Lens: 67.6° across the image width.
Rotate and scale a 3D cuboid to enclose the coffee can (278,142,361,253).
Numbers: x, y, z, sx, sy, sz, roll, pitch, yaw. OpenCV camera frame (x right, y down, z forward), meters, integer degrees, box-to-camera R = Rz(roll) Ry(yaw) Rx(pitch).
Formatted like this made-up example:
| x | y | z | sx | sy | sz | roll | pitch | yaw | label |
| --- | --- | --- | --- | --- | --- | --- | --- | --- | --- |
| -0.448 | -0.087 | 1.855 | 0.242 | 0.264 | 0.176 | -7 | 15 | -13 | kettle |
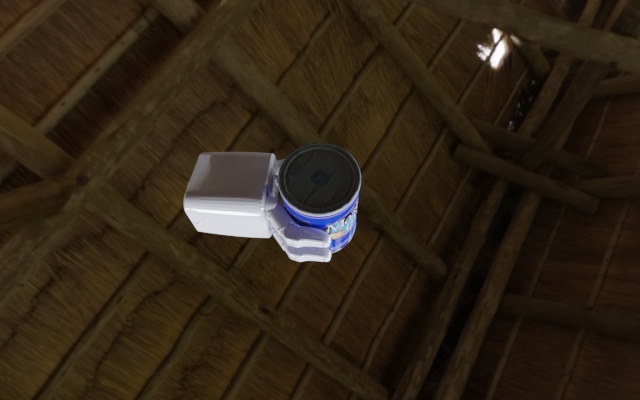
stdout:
| x | y | z | sx | sy | sz | roll | pitch | yaw | label |
| --- | --- | --- | --- | --- | --- | --- | --- | --- | --- |
| 0.000 | 0.002 | 0.649 | 0.103 | 0.102 | 0.140 | 0 | -27 | 1 | coffee can |
